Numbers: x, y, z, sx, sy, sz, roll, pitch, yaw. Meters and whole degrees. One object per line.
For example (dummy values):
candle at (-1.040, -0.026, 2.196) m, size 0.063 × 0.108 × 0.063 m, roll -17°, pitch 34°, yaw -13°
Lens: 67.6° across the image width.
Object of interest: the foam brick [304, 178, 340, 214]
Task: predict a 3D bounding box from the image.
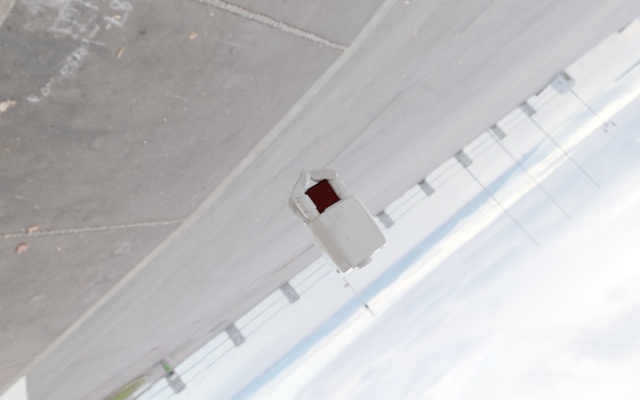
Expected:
foam brick at (0.000, 0.003, 0.891) m, size 0.053 × 0.051 × 0.078 m, roll -32°, pitch -12°, yaw -9°
